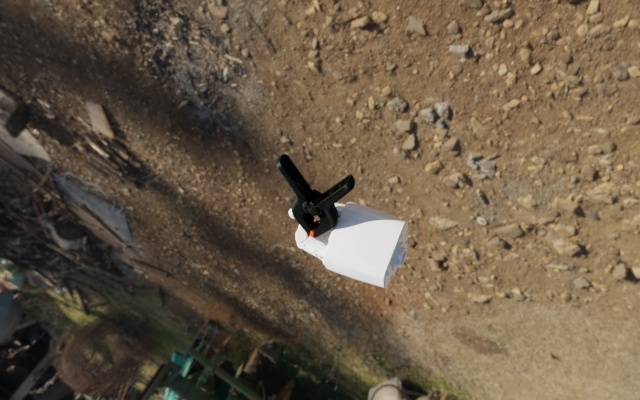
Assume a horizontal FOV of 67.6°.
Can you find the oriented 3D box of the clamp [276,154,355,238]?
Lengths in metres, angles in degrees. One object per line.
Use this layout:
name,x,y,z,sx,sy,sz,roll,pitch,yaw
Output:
clamp,0.000,0.003,0.742,0.120,0.039,0.172,18,-34,23
